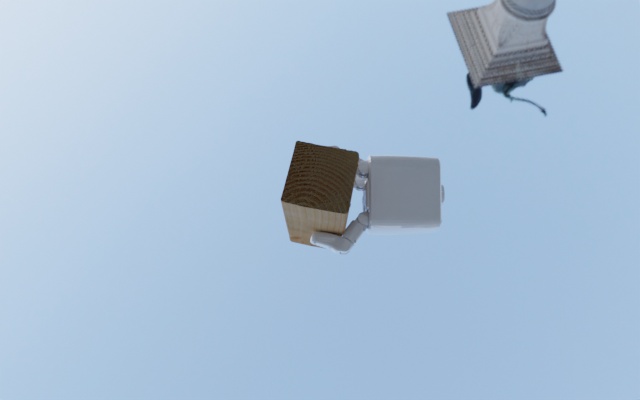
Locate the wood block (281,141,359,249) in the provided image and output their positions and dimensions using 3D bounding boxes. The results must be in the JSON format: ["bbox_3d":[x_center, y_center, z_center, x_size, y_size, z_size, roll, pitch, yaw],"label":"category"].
[{"bbox_3d":[0.000,0.003,0.714,0.090,0.090,0.206,11,-19,4],"label":"wood block"}]
